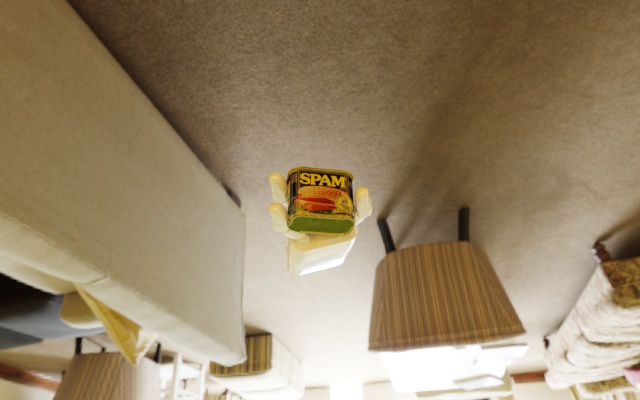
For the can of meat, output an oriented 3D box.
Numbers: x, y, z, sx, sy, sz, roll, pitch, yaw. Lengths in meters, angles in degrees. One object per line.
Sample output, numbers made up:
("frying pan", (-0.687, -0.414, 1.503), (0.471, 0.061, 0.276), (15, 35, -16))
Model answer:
("can of meat", (0.000, 0.003, 0.709), (0.102, 0.084, 0.057), (5, -33, -10))
